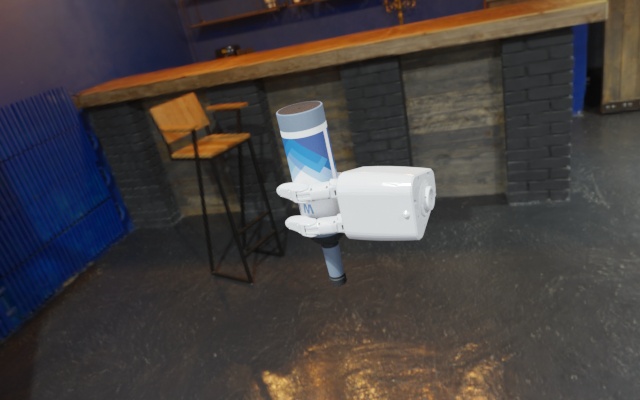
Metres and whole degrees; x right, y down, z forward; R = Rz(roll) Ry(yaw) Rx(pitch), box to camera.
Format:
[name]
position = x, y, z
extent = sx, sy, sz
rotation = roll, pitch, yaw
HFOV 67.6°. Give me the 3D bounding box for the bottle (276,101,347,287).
[bottle]
position = 0.000, 0.002, 0.724
extent = 0.069, 0.296, 0.069
rotation = -11, 24, 5
